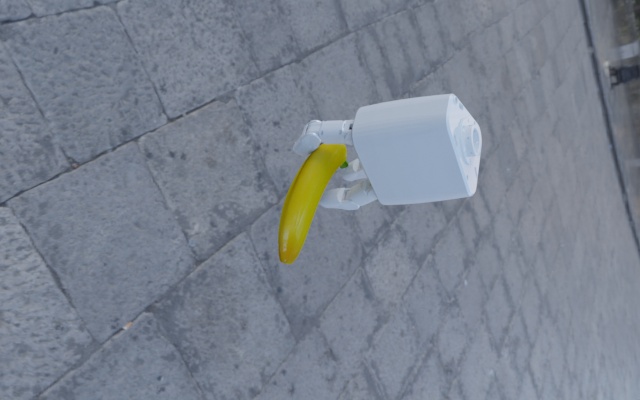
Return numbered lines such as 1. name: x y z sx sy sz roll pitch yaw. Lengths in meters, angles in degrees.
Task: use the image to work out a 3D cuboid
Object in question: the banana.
1. banana: -0.005 -0.015 0.558 0.037 0.070 0.197 -1 37 31
